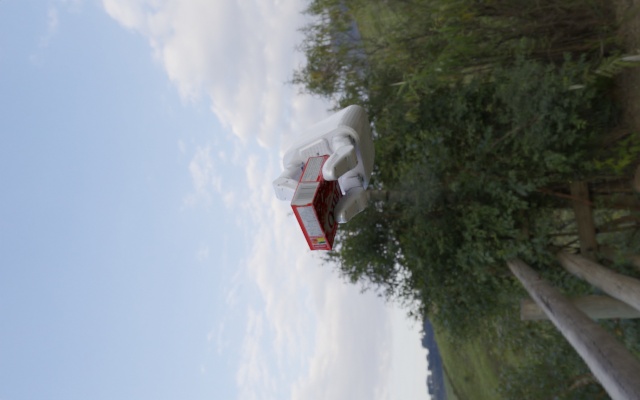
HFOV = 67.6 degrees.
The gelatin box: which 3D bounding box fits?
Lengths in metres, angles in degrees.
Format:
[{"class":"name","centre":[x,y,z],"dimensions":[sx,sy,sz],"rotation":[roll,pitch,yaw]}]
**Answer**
[{"class":"gelatin box","centre":[0.000,0.002,0.553],"dimensions":[0.030,0.073,0.089],"rotation":[-4,40,21]}]
